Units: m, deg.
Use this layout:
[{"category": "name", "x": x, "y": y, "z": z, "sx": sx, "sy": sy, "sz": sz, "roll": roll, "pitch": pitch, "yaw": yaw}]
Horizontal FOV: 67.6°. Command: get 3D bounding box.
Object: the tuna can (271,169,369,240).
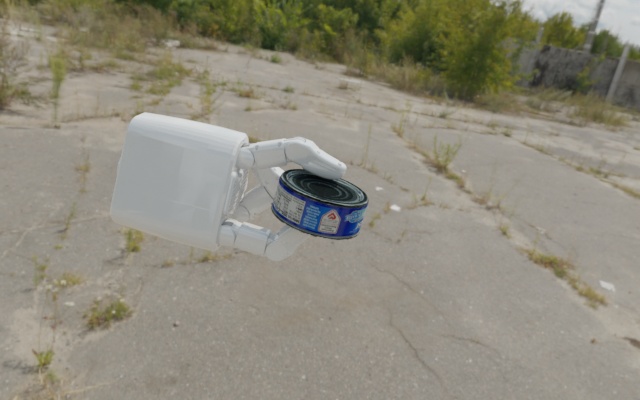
[{"category": "tuna can", "x": 0.000, "y": 0.001, "z": 0.439, "sx": 0.086, "sy": 0.034, "sz": 0.086, "roll": 15, "pitch": 19, "yaw": -5}]
